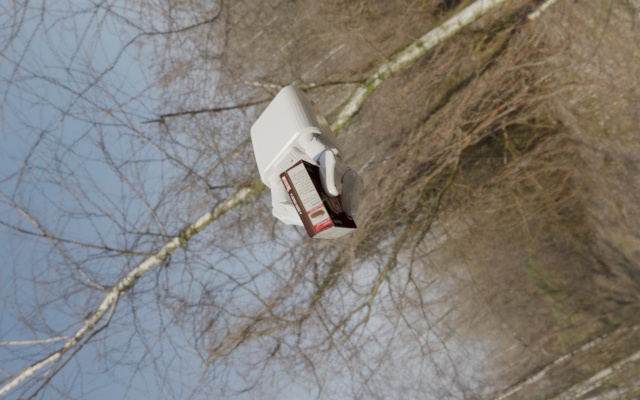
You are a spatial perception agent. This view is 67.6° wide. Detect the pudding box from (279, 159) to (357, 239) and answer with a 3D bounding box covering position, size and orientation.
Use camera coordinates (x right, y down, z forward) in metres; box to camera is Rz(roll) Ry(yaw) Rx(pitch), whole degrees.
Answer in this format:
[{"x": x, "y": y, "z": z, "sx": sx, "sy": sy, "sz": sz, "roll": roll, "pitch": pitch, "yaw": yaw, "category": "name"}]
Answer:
[{"x": 0.000, "y": 0.002, "z": 0.601, "sx": 0.039, "sy": 0.090, "sz": 0.113, "roll": -31, "pitch": -12, "yaw": 16, "category": "pudding box"}]
